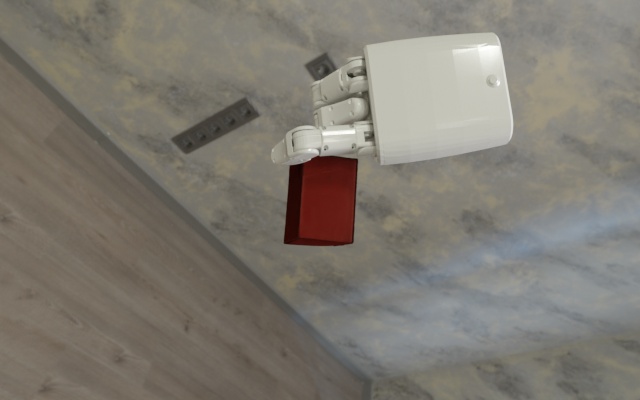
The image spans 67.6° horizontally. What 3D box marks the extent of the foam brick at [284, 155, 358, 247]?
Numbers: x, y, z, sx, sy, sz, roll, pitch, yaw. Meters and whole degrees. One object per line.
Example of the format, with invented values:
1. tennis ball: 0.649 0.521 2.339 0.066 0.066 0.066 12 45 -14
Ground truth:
1. foam brick: 0.000 0.002 0.430 0.051 0.078 0.053 7 -10 -17
